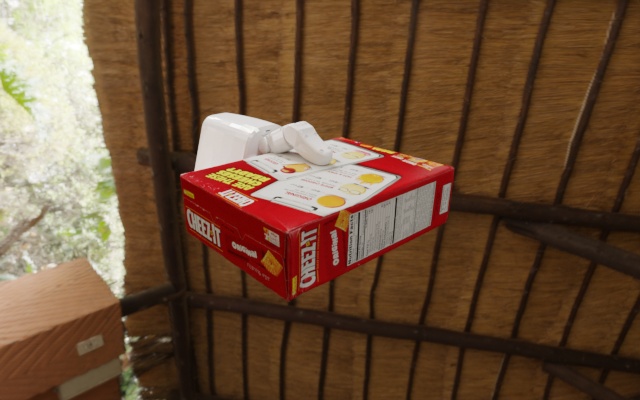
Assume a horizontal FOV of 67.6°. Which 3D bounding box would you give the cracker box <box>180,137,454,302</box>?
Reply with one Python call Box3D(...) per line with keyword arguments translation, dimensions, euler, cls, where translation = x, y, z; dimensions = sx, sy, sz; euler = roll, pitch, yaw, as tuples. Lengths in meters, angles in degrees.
Box3D(translation=(0.000, 0.001, 0.471), dimensions=(0.213, 0.072, 0.164), euler=(-20, 30, -38), cls="cracker box")
